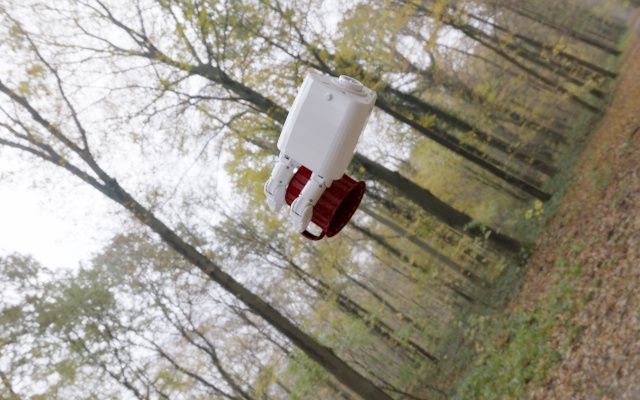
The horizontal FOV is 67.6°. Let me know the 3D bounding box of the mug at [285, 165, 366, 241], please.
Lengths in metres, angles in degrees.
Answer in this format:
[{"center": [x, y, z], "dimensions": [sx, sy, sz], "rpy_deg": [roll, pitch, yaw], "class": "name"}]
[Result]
[{"center": [-0.001, 0.003, 0.679], "dimensions": [0.081, 0.117, 0.093], "rpy_deg": [33, 26, 18], "class": "mug"}]
